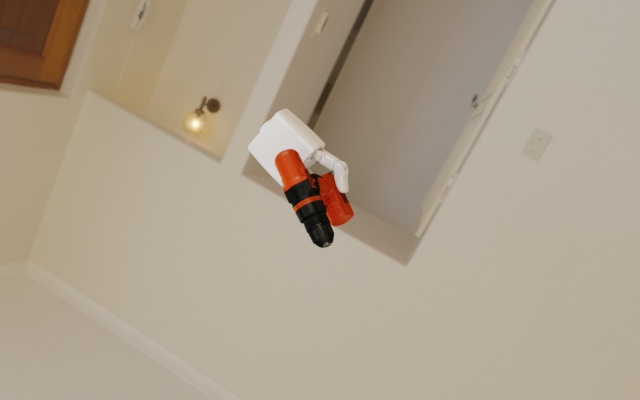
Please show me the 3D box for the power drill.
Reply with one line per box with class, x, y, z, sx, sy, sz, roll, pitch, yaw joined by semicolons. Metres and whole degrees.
power drill;0.000;0.003;0.871;0.057;0.184;0.188;-28;-16;15
